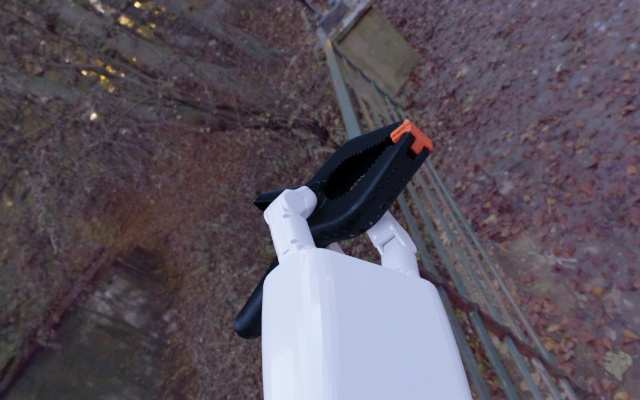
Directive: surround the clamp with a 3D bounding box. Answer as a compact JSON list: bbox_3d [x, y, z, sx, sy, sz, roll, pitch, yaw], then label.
[{"bbox_3d":[0.000,0.001,0.406,0.036,0.164,0.210,34,-63,-28],"label":"clamp"}]
